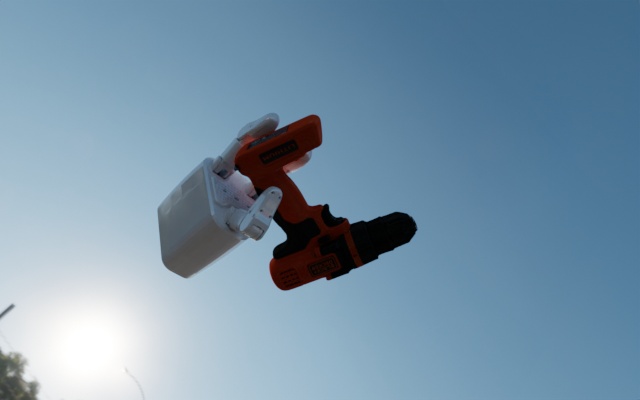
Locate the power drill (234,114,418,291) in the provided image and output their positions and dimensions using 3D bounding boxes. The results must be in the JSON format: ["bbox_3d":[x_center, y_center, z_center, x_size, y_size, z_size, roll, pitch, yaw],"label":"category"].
[{"bbox_3d":[0.000,0.001,0.549,0.184,0.188,0.057,-23,18,6],"label":"power drill"}]
